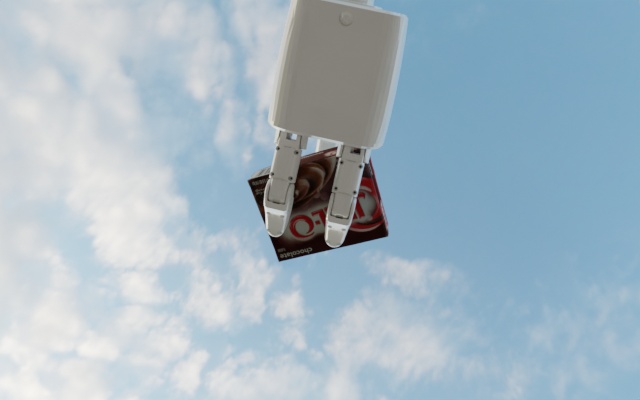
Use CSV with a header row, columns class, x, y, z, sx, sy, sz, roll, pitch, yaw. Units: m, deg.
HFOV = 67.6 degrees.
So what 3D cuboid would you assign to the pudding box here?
class,x,y,z,sx,sy,sz,roll,pitch,yaw
pudding box,0.000,0.001,0.453,0.113,0.090,0.039,-14,20,13
